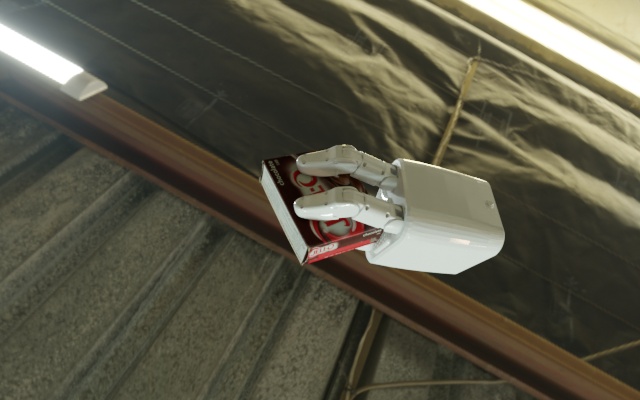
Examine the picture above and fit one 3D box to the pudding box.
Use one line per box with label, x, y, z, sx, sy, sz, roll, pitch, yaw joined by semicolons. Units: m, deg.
pudding box;0.000;0.002;0.485;0.090;0.113;0.039;-14;-34;-28
